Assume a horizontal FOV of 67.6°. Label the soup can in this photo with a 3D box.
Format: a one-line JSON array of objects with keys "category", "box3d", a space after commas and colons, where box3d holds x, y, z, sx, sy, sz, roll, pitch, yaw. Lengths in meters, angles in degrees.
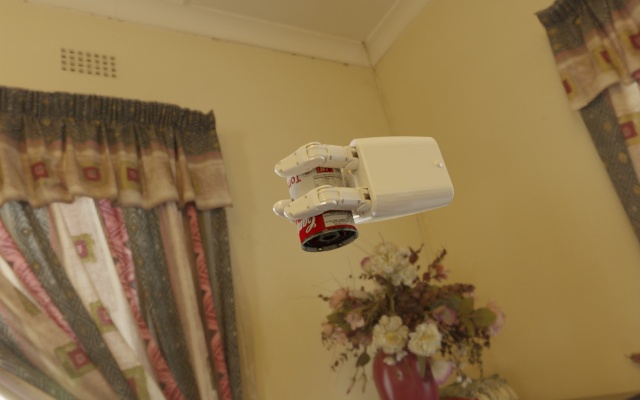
[{"category": "soup can", "box3d": [0.000, 0.002, 0.566, 0.068, 0.102, 0.068, -12, -22, -5]}]
